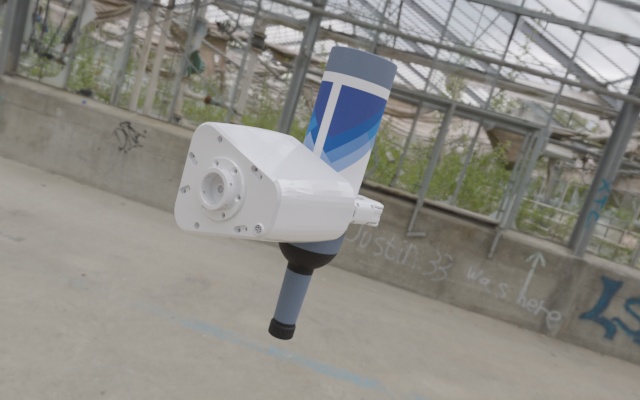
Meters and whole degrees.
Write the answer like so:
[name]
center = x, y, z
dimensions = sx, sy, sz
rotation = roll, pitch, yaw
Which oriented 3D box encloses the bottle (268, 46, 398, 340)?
[bottle]
center = 0.000, 0.001, 0.481
dimensions = 0.069, 0.296, 0.069
rotation = 17, 9, -3
